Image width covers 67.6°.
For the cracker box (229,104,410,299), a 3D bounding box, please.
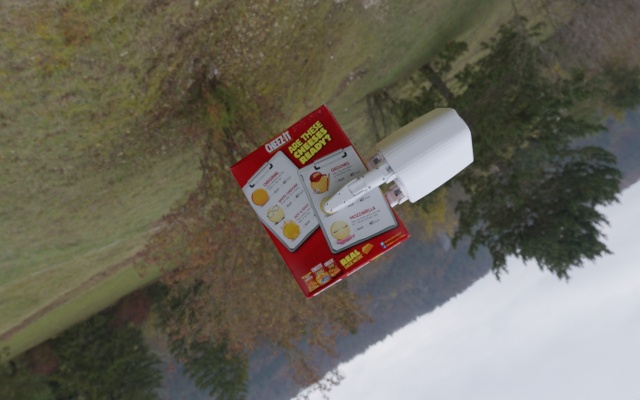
[{"bbox_3d":[0.000,0.002,0.672,0.164,0.213,0.072,-33,-9,6],"label":"cracker box"}]
